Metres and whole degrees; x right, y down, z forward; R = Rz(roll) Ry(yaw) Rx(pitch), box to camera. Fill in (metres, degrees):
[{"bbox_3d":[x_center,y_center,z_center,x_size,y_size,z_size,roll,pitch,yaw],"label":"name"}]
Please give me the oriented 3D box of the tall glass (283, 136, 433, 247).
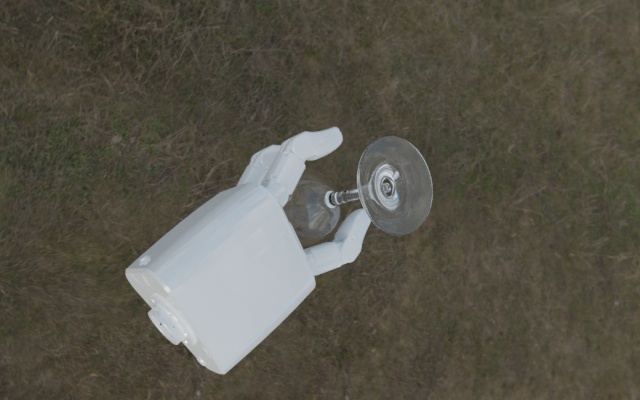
[{"bbox_3d":[0.001,0.001,0.431,0.079,0.079,0.201,0,-7,-35],"label":"tall glass"}]
